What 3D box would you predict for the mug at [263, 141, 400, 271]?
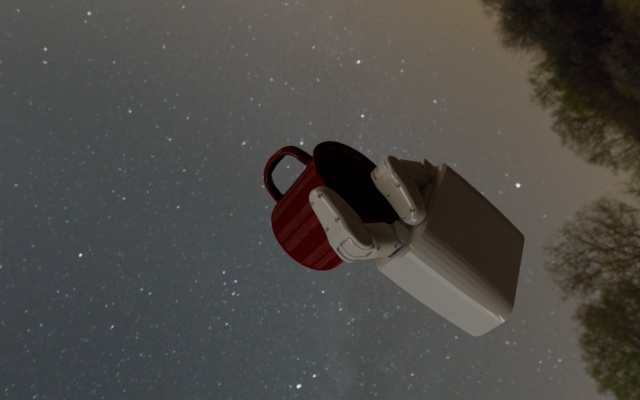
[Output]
[{"bbox_3d":[-0.001,0.001,0.421,0.117,0.081,0.093,38,33,-8],"label":"mug"}]
